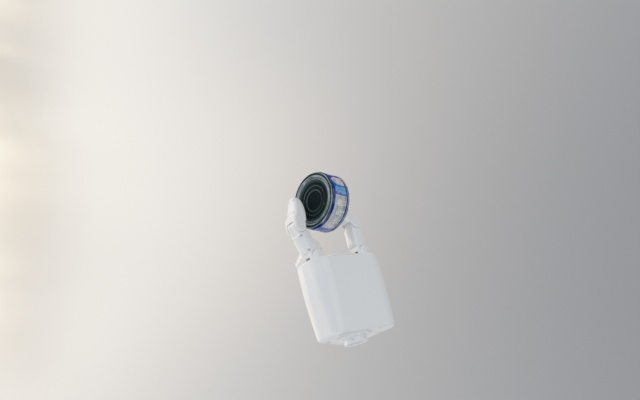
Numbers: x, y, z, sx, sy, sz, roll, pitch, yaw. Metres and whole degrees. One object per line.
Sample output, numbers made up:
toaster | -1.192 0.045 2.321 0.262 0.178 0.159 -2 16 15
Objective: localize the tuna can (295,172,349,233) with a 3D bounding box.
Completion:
tuna can | 0.000 0.002 0.692 0.034 0.086 0.086 13 -9 -41
